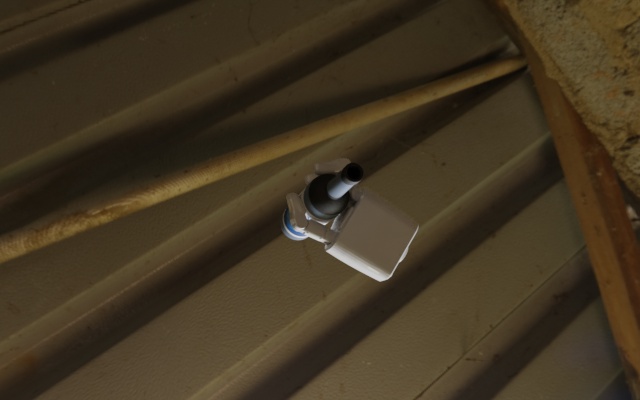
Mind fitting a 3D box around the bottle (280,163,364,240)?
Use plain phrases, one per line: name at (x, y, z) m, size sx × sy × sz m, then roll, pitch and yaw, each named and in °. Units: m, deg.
bottle at (0.000, 0.003, 0.757) m, size 0.069 × 0.069 × 0.296 m, roll 0°, pitch -15°, yaw -18°
